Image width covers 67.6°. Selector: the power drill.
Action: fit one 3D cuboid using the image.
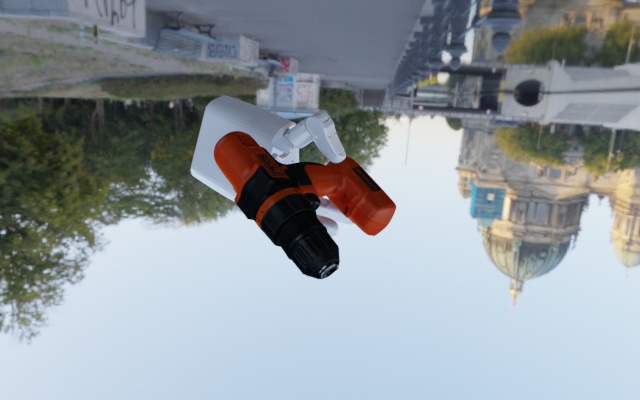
[{"bbox_3d":[0.000,0.002,0.502,0.187,0.057,0.184,3,40,-51],"label":"power drill"}]
